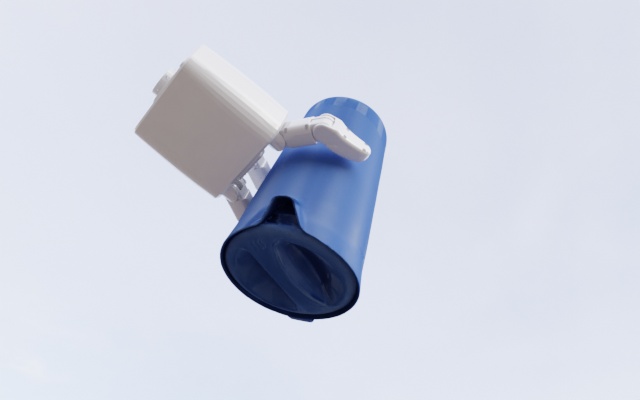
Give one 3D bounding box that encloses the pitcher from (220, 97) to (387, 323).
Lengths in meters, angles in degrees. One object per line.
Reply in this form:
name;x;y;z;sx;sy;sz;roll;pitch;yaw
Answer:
pitcher;0.000;0.002;0.520;0.145;0.242;0.149;39;-47;-17
